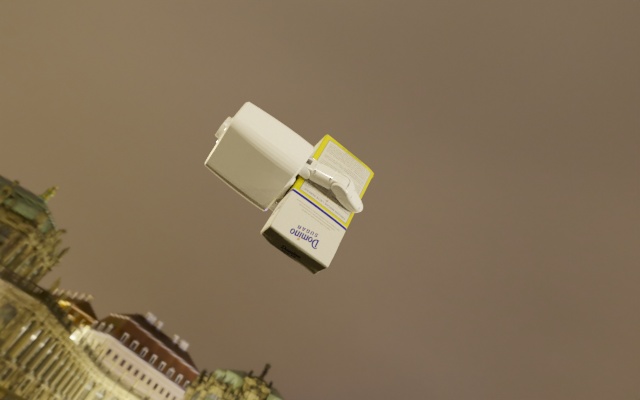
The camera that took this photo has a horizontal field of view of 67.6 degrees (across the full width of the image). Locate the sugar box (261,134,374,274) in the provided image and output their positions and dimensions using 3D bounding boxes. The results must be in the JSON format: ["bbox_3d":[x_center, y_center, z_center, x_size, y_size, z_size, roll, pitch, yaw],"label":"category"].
[{"bbox_3d":[0.000,0.002,0.649,0.093,0.176,0.048,38,-34,-10],"label":"sugar box"}]
